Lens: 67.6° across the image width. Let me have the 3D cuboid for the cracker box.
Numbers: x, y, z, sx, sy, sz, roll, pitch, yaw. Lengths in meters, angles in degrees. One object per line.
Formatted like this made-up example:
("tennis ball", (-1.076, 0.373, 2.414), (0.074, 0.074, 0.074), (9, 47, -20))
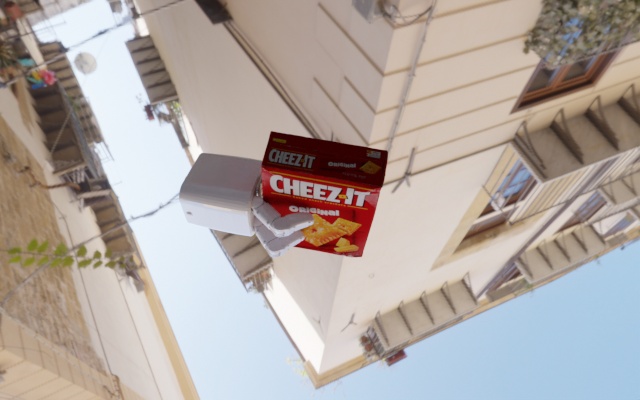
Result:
("cracker box", (0.000, 0.002, 0.716), (0.164, 0.072, 0.214), (9, -32, 2))
